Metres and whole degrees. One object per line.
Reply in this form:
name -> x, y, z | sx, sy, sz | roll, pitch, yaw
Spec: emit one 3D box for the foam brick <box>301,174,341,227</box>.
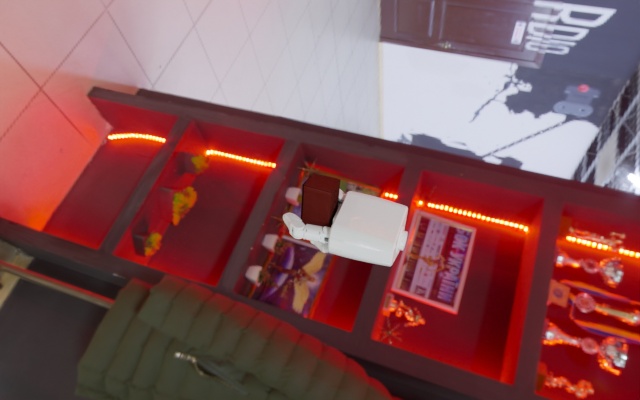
foam brick -> 0.000, 0.002, 0.798 | 0.051, 0.078, 0.053 | 13, 31, 15
